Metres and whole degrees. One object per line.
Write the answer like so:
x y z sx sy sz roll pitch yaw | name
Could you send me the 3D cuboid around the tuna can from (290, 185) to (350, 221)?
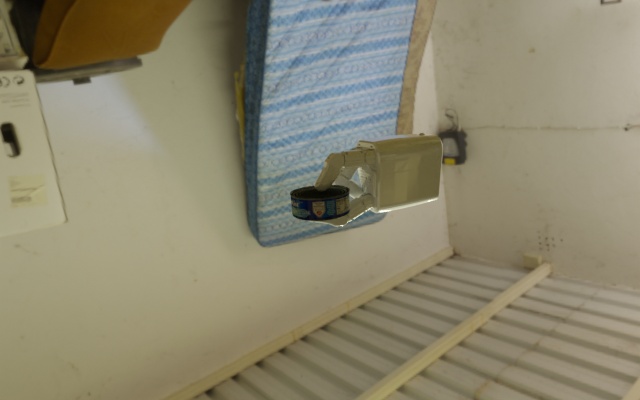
0.000 0.003 0.685 0.086 0.034 0.086 -4 14 1 | tuna can
